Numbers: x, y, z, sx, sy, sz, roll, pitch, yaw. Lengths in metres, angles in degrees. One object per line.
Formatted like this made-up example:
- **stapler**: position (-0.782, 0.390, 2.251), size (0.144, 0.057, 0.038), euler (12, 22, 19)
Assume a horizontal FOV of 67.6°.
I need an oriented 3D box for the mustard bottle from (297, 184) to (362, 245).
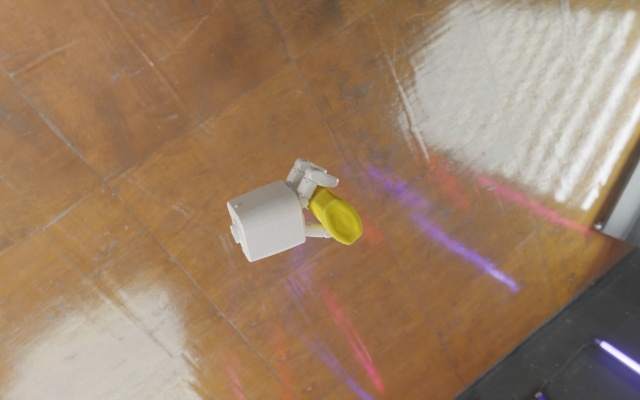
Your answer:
- **mustard bottle**: position (0.001, 0.003, 0.860), size (0.096, 0.058, 0.191), euler (50, -5, -33)
